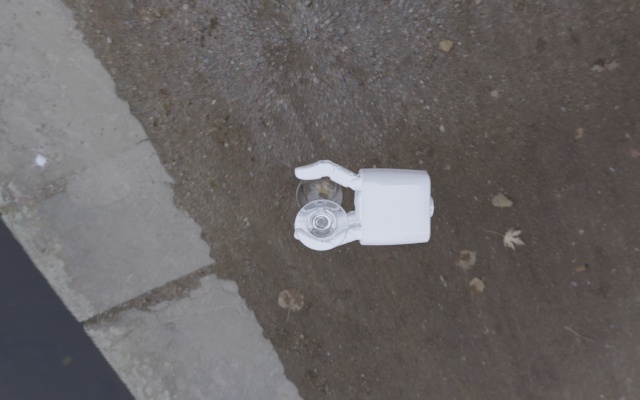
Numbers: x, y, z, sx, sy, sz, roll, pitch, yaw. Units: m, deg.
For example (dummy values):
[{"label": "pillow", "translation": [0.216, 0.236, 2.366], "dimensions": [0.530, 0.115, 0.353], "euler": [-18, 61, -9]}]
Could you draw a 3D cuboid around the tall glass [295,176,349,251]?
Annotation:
[{"label": "tall glass", "translation": [0.000, 0.003, 0.739], "dimensions": [0.079, 0.079, 0.201], "euler": [0, 19, -2]}]
